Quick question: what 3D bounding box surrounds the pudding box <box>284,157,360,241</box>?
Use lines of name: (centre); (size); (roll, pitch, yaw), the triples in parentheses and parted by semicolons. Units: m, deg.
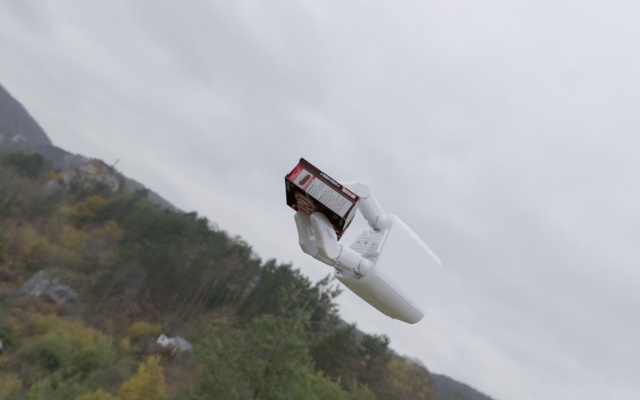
pudding box: (0.000, 0.002, 0.607); (0.090, 0.039, 0.113); (34, -18, 8)
